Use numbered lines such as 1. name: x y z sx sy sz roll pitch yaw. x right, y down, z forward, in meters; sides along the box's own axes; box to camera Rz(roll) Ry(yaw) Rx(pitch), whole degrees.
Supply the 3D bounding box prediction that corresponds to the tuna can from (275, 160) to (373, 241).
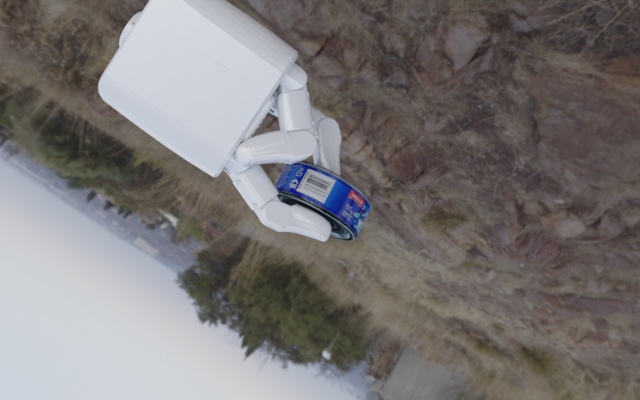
1. tuna can: 0.000 0.002 0.420 0.086 0.033 0.086 26 -14 7
